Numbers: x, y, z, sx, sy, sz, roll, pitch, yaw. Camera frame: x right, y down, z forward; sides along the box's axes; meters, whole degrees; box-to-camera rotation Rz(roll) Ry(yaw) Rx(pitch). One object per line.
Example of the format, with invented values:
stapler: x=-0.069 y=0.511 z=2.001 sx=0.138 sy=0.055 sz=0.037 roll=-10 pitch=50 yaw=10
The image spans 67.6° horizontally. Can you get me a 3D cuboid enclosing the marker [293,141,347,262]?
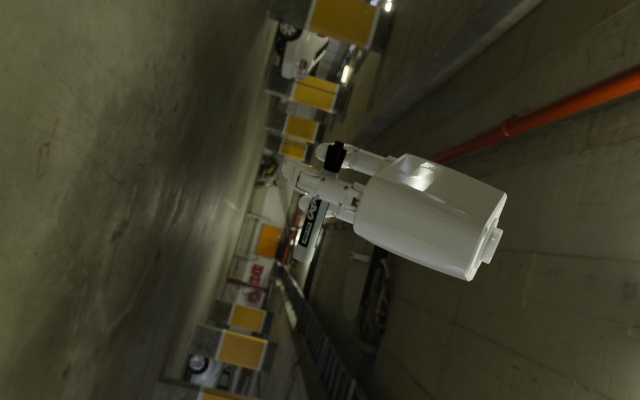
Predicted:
marker: x=0.000 y=0.001 z=0.458 sx=0.020 sy=0.121 sz=0.020 roll=17 pitch=13 yaw=-4
